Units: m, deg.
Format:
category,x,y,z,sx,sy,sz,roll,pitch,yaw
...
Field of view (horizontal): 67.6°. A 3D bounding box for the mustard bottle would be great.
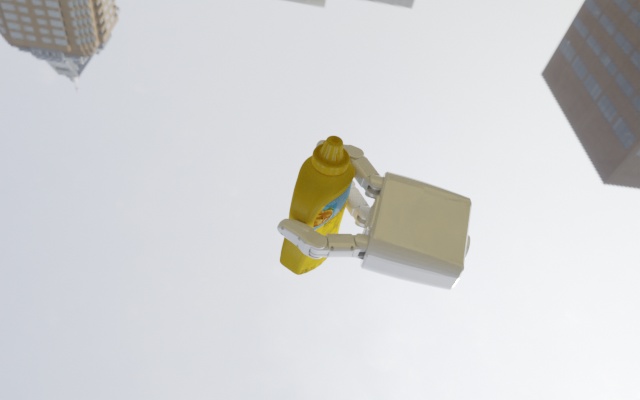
category,x,y,z,sx,sy,sz,roll,pitch,yaw
mustard bottle,0.000,0.002,0.569,0.058,0.192,0.096,34,49,18
